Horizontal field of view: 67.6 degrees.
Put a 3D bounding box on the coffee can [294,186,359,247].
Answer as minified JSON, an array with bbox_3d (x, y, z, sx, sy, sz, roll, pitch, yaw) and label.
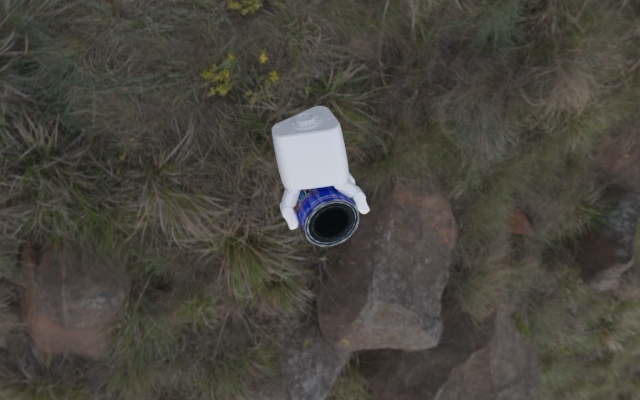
[{"bbox_3d":[0.000,0.003,0.890,0.103,0.103,0.140,0,34,-21],"label":"coffee can"}]
